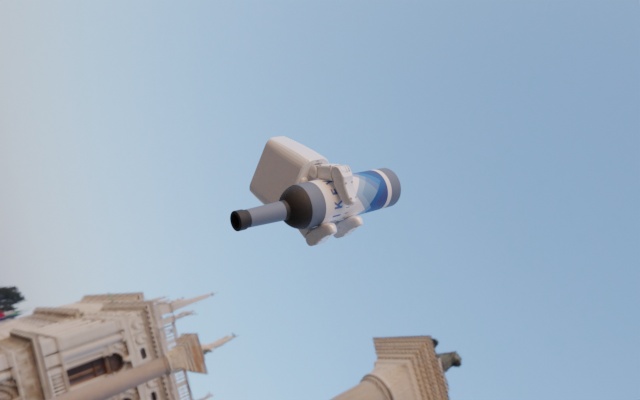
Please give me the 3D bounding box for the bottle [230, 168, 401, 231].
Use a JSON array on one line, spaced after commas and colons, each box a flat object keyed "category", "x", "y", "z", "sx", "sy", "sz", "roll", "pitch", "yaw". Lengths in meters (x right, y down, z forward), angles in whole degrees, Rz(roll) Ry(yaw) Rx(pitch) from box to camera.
[{"category": "bottle", "x": 0.000, "y": 0.002, "z": 0.710, "sx": 0.295, "sy": 0.069, "sz": 0.069, "roll": -13, "pitch": 8, "yaw": -40}]
